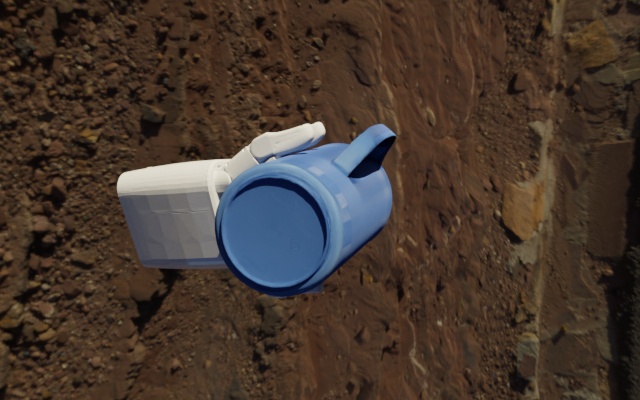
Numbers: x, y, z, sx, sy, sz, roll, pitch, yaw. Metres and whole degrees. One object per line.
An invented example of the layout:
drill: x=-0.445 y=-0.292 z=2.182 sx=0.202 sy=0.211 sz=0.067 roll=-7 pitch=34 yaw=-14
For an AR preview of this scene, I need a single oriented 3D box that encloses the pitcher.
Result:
pitcher: x=0.000 y=0.002 z=0.479 sx=0.145 sy=0.149 sz=0.243 roll=-3 pitch=6 yaw=14
